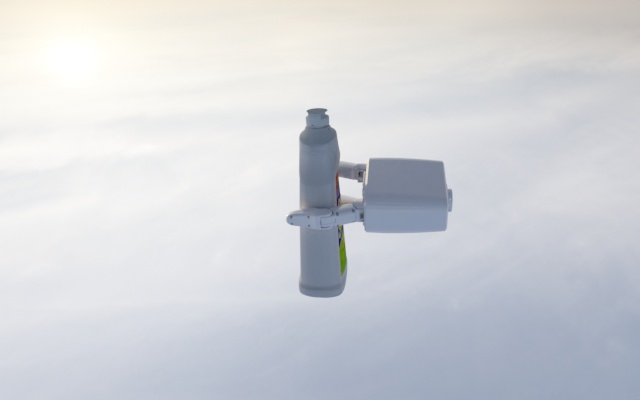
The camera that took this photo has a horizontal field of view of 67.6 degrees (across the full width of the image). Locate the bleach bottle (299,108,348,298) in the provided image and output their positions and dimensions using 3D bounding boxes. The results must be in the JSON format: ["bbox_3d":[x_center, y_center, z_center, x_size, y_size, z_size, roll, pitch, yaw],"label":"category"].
[{"bbox_3d":[0.000,0.002,0.656,0.068,0.251,0.102,1,25,9],"label":"bleach bottle"}]
